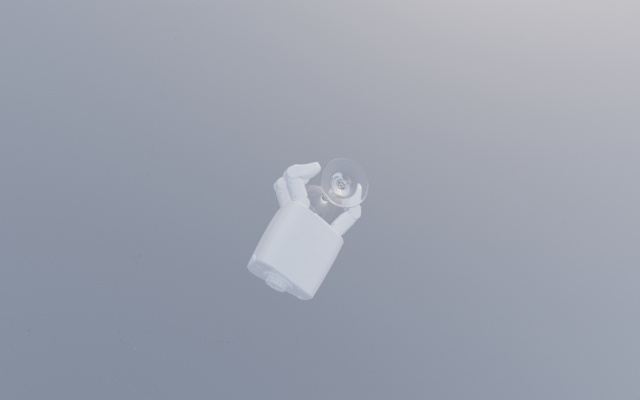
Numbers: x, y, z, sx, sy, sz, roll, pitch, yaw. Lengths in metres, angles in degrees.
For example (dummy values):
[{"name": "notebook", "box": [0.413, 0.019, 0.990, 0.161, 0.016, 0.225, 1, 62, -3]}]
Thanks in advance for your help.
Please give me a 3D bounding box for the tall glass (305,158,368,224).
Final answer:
[{"name": "tall glass", "box": [0.000, 0.002, 0.769, 0.079, 0.079, 0.201, 0, -16, -21]}]
